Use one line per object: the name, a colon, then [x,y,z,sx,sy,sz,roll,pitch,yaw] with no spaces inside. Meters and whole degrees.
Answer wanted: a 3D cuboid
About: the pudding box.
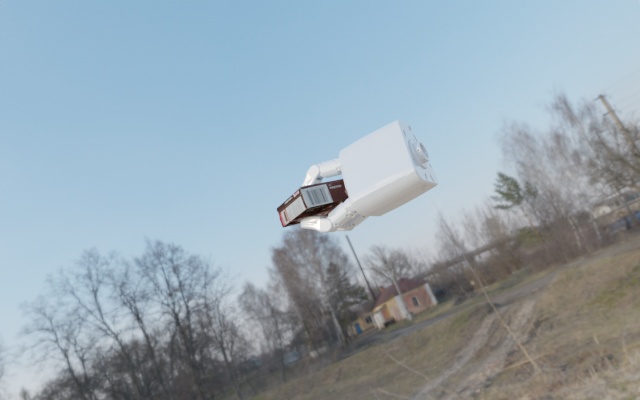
pudding box: [0.000,0.002,0.752,0.113,0.039,0.090,-10,-17,-33]
